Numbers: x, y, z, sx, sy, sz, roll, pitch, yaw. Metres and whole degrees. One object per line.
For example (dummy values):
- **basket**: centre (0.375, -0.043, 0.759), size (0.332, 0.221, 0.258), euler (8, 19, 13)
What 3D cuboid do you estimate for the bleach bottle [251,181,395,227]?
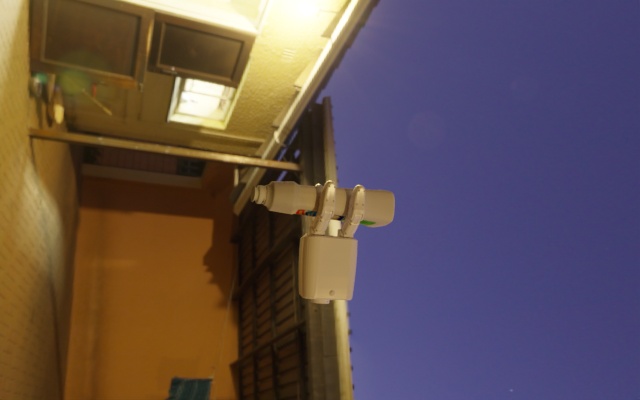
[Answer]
- **bleach bottle**: centre (0.000, 0.003, 0.844), size (0.251, 0.068, 0.102), euler (7, -8, -22)
